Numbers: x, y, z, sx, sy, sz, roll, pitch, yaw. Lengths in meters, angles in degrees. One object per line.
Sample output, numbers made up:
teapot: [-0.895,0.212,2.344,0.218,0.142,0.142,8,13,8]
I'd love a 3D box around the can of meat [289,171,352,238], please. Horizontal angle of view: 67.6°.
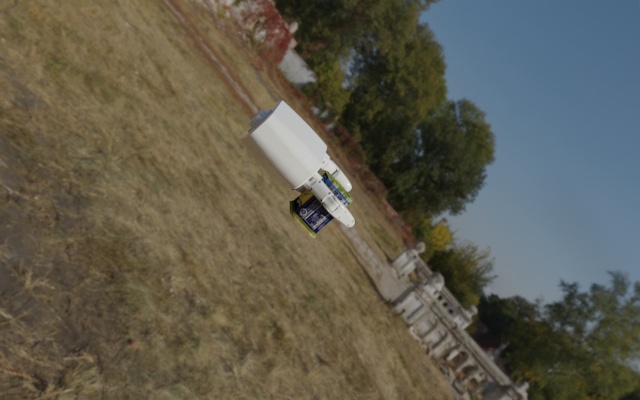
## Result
can of meat: [0.000,0.002,0.761,0.084,0.057,0.102,-42,12,5]
